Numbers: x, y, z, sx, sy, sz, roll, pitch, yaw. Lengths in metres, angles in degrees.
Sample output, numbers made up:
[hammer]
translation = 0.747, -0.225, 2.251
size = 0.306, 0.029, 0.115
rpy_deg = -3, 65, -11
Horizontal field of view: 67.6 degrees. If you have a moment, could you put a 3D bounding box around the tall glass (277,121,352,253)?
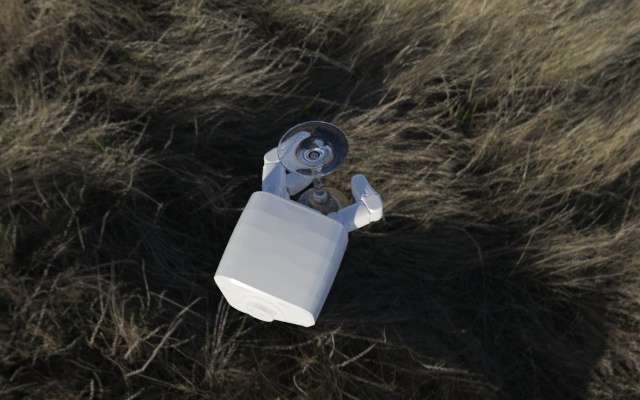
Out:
[tall glass]
translation = 0.000, 0.001, 0.571
size = 0.079, 0.079, 0.201
rpy_deg = 0, -34, 6
